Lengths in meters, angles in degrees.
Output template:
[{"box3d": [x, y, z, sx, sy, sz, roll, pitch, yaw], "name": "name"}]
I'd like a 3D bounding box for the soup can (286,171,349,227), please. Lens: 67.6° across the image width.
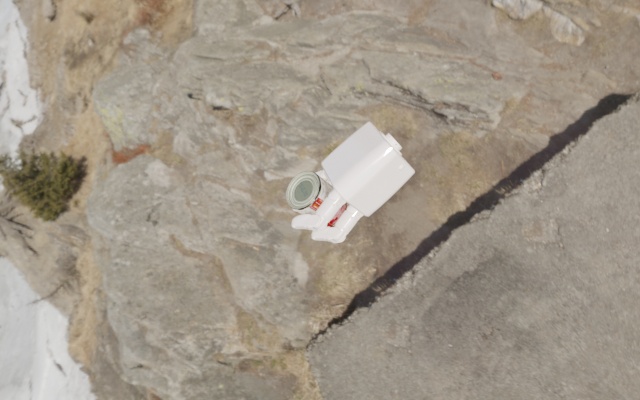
[{"box3d": [0.000, 0.003, 0.777, 0.068, 0.068, 0.102, 0, -23, 37], "name": "soup can"}]
